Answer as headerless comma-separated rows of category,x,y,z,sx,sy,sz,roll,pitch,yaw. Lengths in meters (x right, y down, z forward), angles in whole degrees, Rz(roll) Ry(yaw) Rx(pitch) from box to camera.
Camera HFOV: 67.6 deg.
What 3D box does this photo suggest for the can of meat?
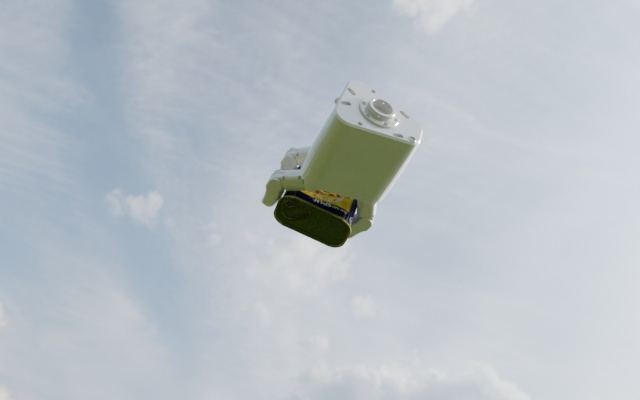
can of meat,0.000,0.002,0.643,0.102,0.084,0.057,24,-44,-1
